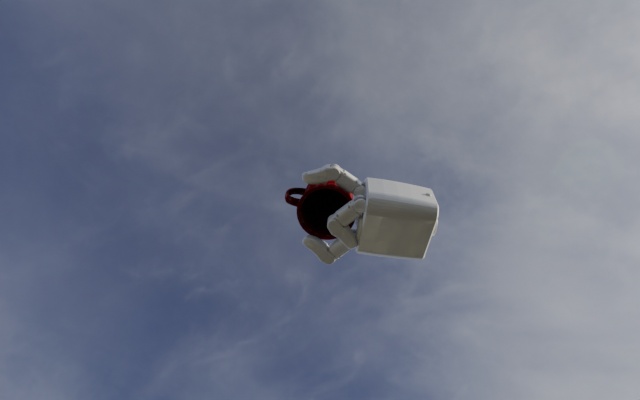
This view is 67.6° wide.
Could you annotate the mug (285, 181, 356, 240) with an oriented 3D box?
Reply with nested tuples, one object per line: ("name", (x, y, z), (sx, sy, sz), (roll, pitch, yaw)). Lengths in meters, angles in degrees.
("mug", (-0.001, 0.002, 0.777), (0.117, 0.093, 0.081), (10, 23, 0))
